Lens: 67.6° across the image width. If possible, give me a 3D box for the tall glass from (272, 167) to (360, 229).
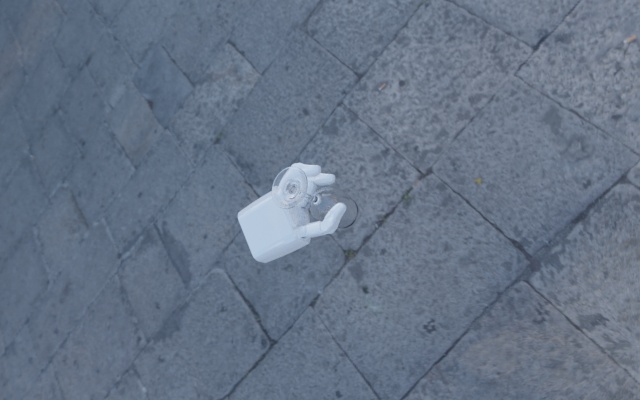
[{"bbox_3d":[0.000,0.003,0.881,0.079,0.079,0.201,0,-14,34],"label":"tall glass"}]
